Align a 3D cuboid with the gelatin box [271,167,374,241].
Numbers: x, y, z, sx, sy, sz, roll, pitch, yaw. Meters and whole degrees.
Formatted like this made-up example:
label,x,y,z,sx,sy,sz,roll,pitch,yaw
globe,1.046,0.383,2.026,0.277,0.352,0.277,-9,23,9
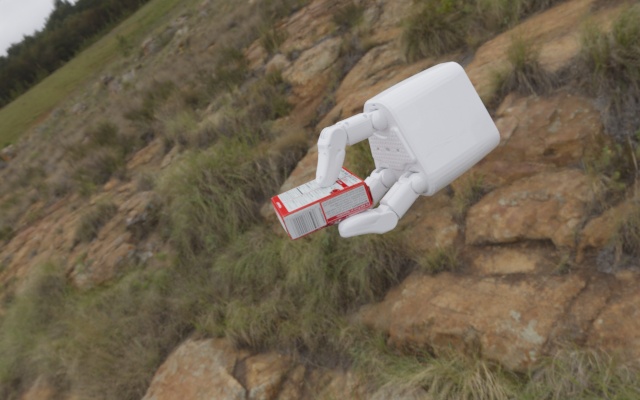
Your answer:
label,x,y,z,sx,sy,sz,roll,pitch,yaw
gelatin box,0.000,0.001,0.482,0.089,0.030,0.073,-23,19,-8
